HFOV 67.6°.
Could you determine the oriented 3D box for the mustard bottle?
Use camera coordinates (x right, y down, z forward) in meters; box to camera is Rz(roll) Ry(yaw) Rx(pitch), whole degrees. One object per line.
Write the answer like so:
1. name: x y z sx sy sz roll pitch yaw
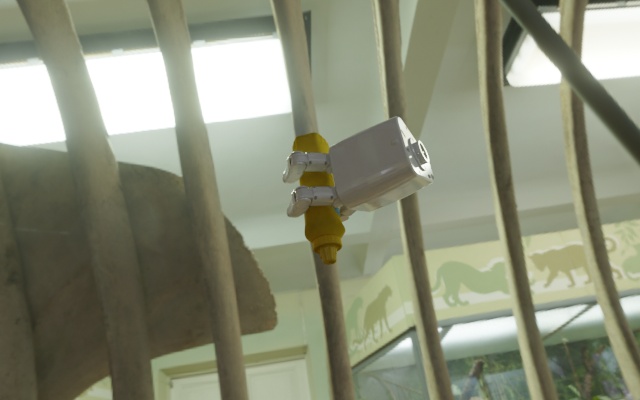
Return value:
1. mustard bottle: 0.000 0.002 0.697 0.058 0.191 0.096 -12 -29 3
